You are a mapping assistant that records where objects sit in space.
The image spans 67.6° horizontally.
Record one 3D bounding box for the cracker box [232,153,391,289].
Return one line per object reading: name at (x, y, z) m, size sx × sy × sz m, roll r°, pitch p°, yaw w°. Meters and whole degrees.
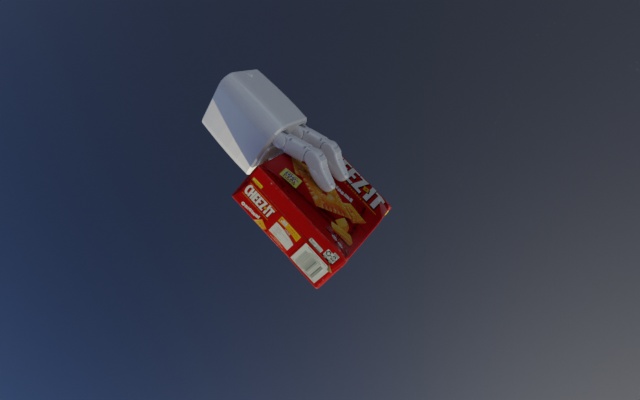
cracker box at (0.000, 0.002, 0.681) m, size 0.072 × 0.164 × 0.213 m, roll -45°, pitch -3°, yaw 30°
